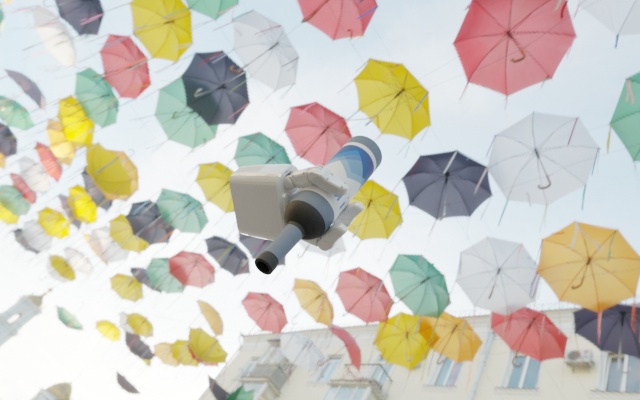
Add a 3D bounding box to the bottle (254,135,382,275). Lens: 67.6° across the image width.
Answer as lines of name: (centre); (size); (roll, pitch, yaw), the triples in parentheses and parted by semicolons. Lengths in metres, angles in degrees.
bottle: (0.000, 0.002, 0.701); (0.069, 0.069, 0.295); (0, 34, 37)
